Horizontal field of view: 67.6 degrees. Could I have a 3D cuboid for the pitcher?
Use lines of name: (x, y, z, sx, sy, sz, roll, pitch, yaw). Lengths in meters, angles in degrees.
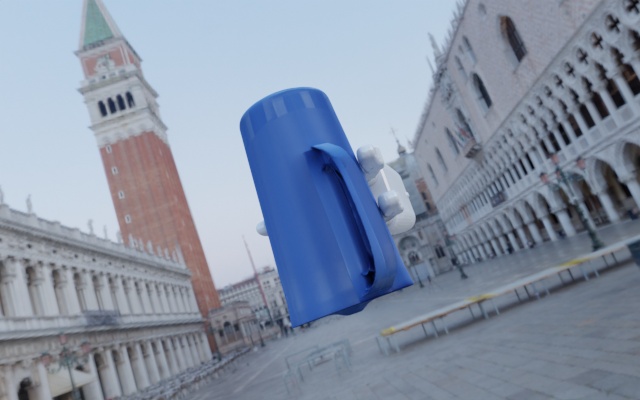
pitcher: (0.000, 0.002, 0.510, 0.149, 0.242, 0.145, -25, -14, 23)
